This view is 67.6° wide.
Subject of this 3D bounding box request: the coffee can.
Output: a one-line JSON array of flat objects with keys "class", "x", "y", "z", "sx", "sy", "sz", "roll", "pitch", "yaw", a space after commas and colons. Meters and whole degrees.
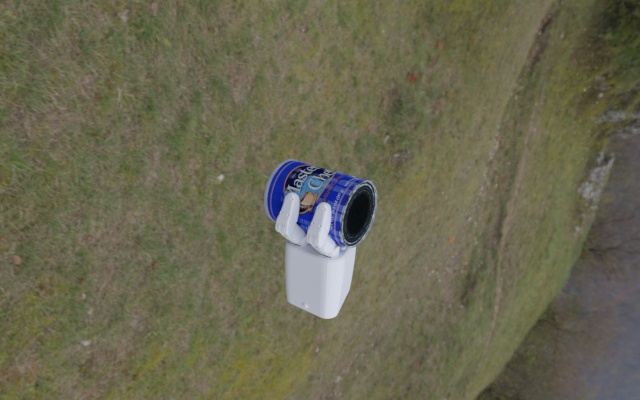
[{"class": "coffee can", "x": 0.000, "y": 0.002, "z": 0.723, "sx": 0.140, "sy": 0.103, "sz": 0.103, "roll": 18, "pitch": 9, "yaw": 31}]
